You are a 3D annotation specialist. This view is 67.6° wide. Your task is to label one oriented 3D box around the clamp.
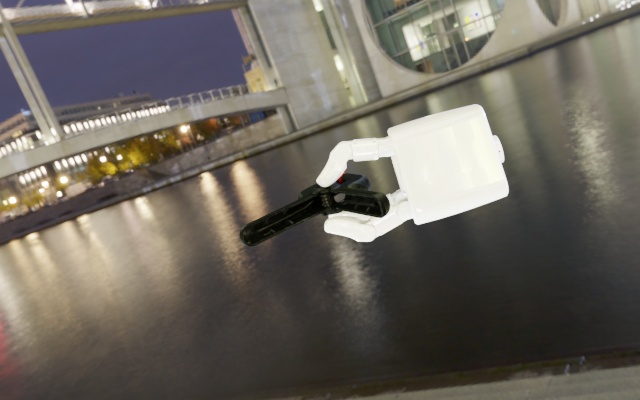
[{"bbox_3d":[0.000,0.001,0.576,0.164,0.036,0.210,-14,11,9],"label":"clamp"}]
